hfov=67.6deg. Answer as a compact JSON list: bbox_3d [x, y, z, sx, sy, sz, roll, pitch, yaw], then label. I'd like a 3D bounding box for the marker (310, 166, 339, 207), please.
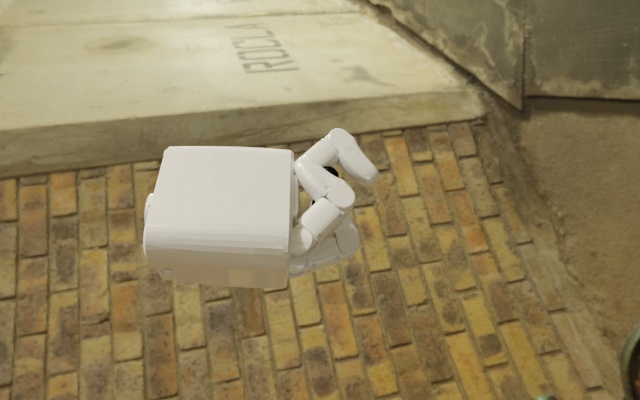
[{"bbox_3d":[0.000,0.001,0.454,0.020,0.020,0.121,0,-24,-7],"label":"marker"}]
